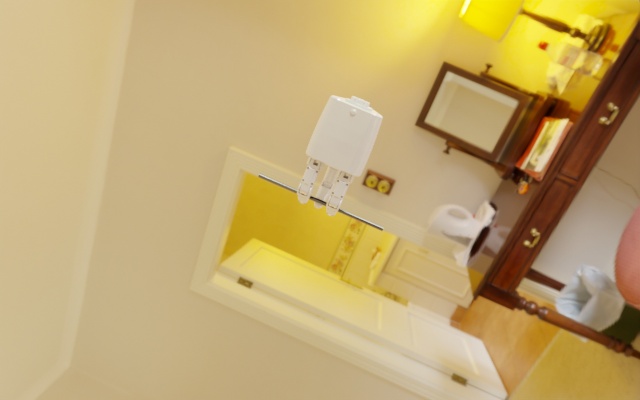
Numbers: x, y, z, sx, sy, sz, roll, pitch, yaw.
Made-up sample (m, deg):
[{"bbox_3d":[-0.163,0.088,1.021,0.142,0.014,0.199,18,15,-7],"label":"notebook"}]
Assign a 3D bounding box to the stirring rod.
[{"bbox_3d":[0.000,0.003,0.849,0.239,0.011,0.011,24,1,4],"label":"stirring rod"}]
